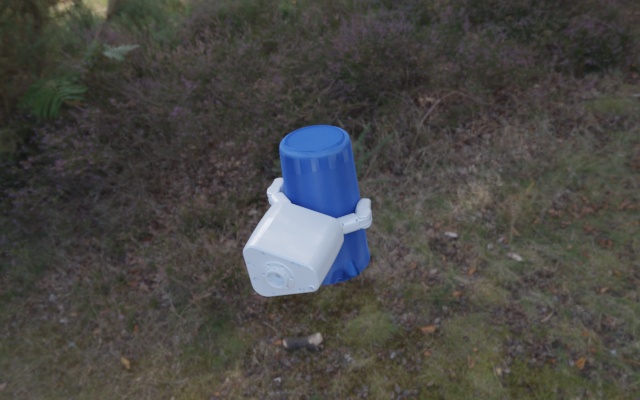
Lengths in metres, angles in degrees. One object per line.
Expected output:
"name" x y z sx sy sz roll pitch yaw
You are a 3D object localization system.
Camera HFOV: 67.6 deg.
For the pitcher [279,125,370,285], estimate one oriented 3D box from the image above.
"pitcher" 0.000 0.003 0.783 0.149 0.243 0.145 5 35 20
